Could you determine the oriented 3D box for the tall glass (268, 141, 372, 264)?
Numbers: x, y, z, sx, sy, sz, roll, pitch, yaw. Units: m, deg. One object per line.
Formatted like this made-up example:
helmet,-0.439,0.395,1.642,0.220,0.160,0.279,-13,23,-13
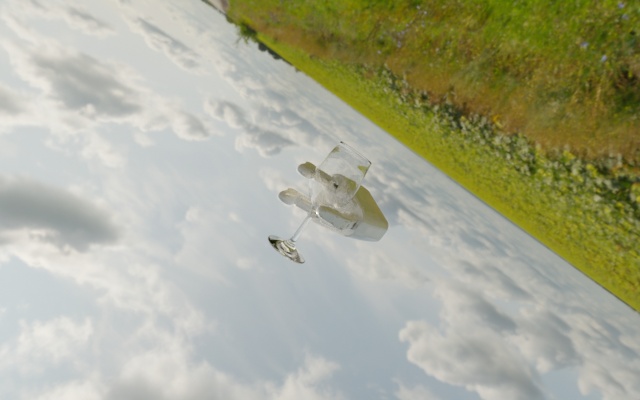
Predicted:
tall glass,0.000,0.003,0.778,0.079,0.201,0.079,34,11,-7
